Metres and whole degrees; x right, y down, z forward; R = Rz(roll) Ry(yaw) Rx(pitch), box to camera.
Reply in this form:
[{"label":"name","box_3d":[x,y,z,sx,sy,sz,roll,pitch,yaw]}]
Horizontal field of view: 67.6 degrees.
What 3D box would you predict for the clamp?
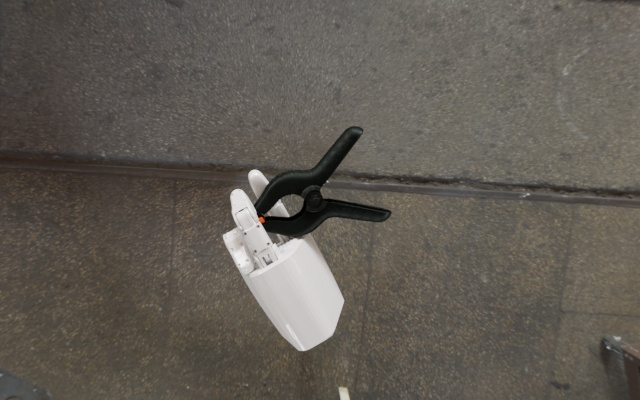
[{"label":"clamp","box_3d":[0.000,0.002,0.568,0.171,0.120,0.039,-30,7,0]}]
